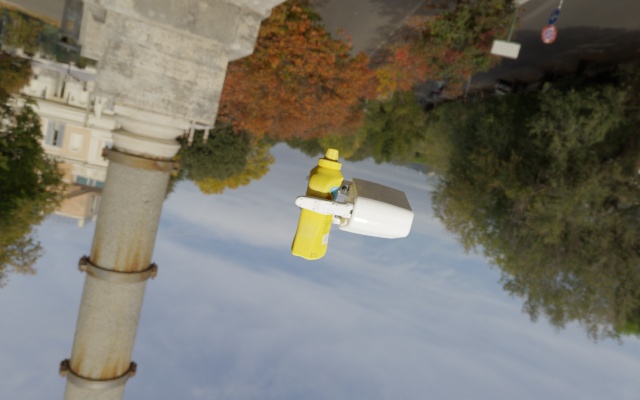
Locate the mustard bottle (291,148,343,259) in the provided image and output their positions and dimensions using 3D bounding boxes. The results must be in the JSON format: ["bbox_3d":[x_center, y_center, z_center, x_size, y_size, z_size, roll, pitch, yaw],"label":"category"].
[{"bbox_3d":[0.000,0.003,0.840,0.058,0.191,0.096,16,9,16],"label":"mustard bottle"}]
